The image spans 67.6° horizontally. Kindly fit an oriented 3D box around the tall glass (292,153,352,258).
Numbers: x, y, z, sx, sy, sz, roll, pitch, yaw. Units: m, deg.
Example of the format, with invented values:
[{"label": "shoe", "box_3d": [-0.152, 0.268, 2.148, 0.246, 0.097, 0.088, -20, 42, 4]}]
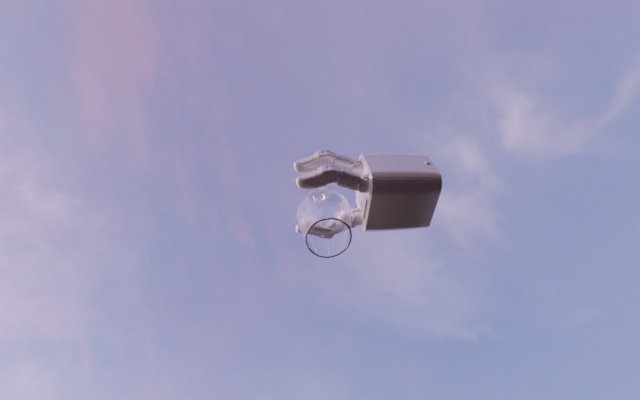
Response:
[{"label": "tall glass", "box_3d": [0.000, 0.002, 0.708, 0.079, 0.079, 0.201, 0, 29, -7]}]
